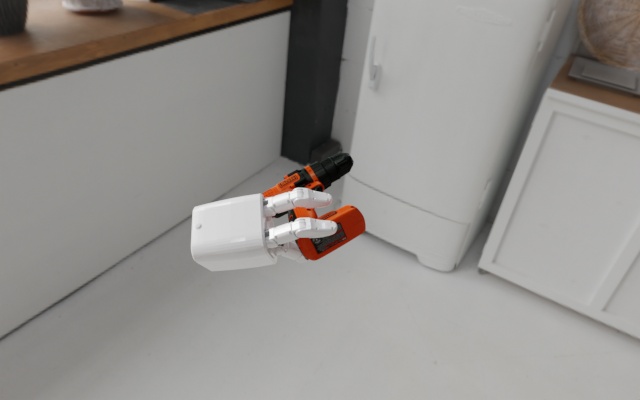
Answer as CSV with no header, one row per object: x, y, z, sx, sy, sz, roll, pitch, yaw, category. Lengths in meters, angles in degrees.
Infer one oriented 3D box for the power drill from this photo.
0.000,0.003,0.775,0.184,0.057,0.187,-31,34,-5,power drill
